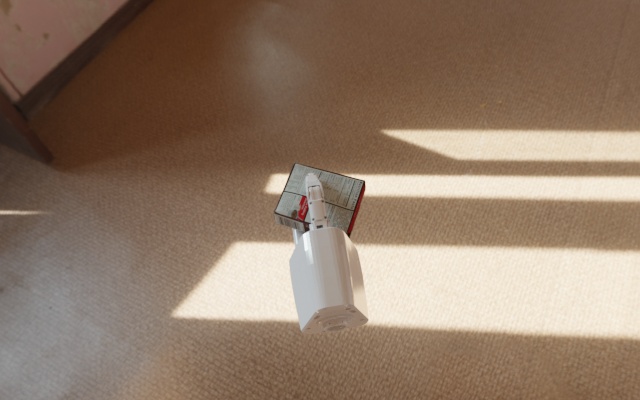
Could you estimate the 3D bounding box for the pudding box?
[{"bbox_3d":[0.000,0.002,0.685,0.113,0.090,0.039,16,-25,10],"label":"pudding box"}]
